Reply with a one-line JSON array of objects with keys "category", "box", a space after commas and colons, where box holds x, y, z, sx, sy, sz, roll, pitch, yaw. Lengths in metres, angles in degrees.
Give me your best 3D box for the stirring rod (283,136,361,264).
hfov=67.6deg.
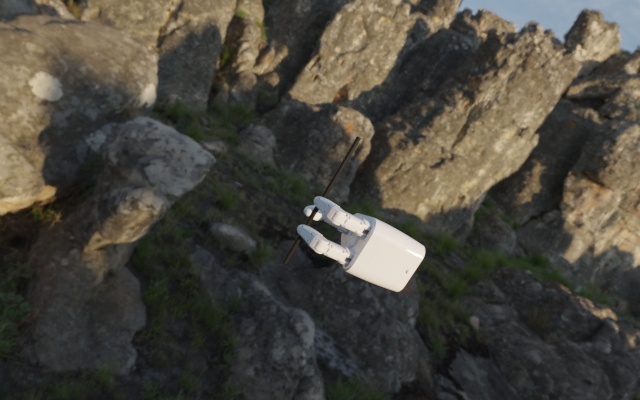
[{"category": "stirring rod", "box": [0.000, 0.003, 0.769, 0.011, 0.239, 0.011, 29, 13, -7]}]
